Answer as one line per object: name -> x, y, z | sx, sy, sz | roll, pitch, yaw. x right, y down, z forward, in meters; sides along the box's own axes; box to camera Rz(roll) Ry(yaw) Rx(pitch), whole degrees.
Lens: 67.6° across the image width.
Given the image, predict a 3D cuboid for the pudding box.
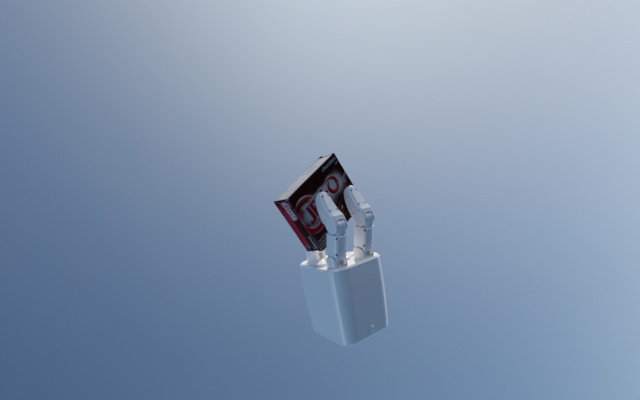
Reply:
pudding box -> 0.000, 0.002, 0.667 | 0.039, 0.090, 0.113 | -8, 32, 47
